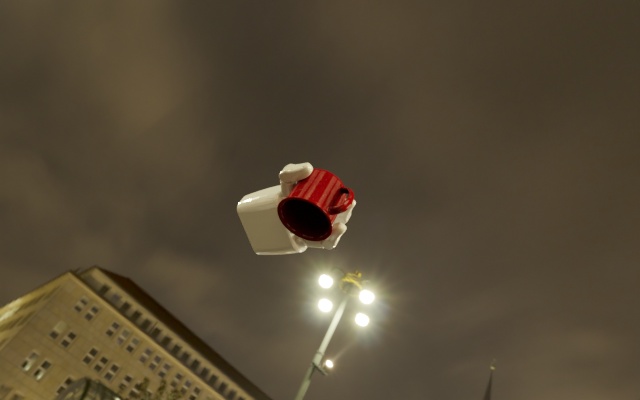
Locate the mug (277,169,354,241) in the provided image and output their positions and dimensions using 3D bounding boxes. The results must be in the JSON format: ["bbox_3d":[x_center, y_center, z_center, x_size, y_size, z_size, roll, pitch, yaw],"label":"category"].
[{"bbox_3d":[0.001,0.002,0.749,0.117,0.093,0.081,-9,35,37],"label":"mug"}]
